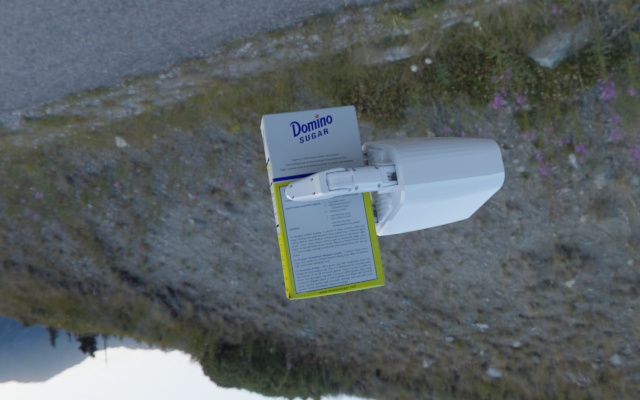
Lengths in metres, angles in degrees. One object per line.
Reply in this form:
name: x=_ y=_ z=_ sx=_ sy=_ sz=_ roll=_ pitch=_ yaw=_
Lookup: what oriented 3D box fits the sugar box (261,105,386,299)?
sugar box: x=0.000 y=0.002 z=0.465 sx=0.093 sy=0.176 sz=0.048 roll=-8 pitch=-7 yaw=-11
